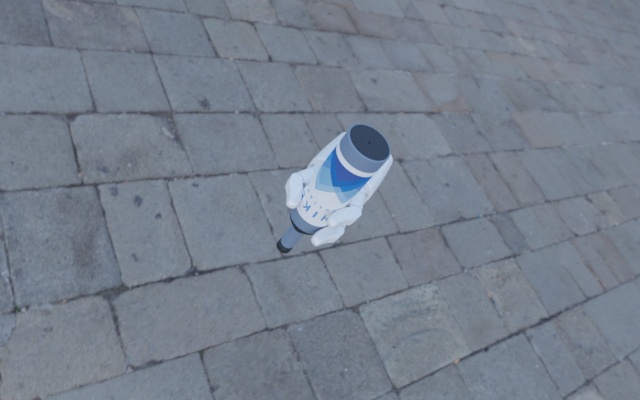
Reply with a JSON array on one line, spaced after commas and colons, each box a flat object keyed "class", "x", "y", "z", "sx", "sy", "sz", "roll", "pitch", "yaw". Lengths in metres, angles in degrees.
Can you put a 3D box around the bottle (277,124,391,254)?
[{"class": "bottle", "x": 0.000, "y": 0.002, "z": 0.741, "sx": 0.069, "sy": 0.069, "sz": 0.296, "roll": 0, "pitch": -33, "yaw": -32}]
